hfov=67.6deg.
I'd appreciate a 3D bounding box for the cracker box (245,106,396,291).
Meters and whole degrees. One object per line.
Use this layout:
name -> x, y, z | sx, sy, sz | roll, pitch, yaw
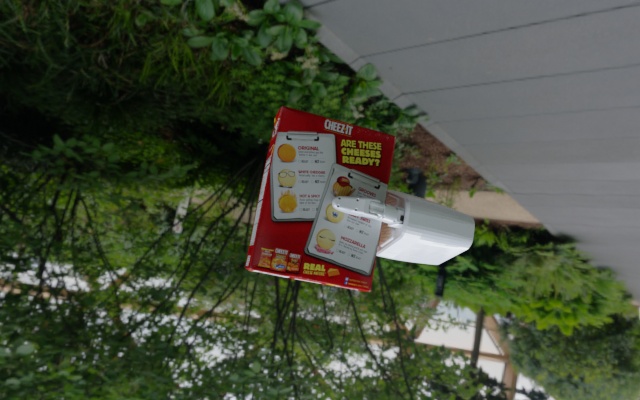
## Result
cracker box -> 0.000, 0.002, 0.643 | 0.164, 0.213, 0.072 | 13, -10, -15
